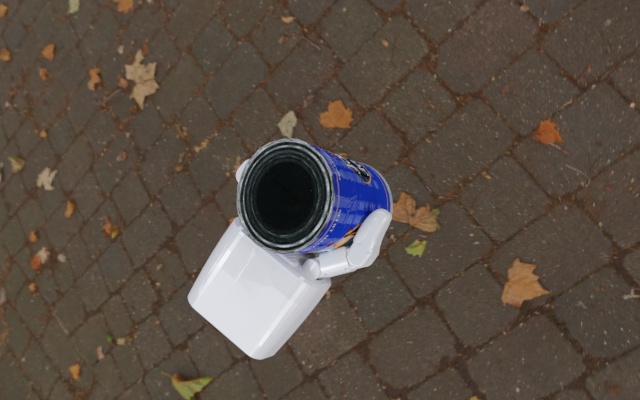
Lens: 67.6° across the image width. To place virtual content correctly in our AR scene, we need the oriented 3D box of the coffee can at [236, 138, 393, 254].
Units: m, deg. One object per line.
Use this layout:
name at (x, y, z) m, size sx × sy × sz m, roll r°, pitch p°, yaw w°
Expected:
coffee can at (0.000, 0.001, 0.478) m, size 0.103 × 0.103 × 0.140 m, roll 0°, pitch -5°, yaw 29°
